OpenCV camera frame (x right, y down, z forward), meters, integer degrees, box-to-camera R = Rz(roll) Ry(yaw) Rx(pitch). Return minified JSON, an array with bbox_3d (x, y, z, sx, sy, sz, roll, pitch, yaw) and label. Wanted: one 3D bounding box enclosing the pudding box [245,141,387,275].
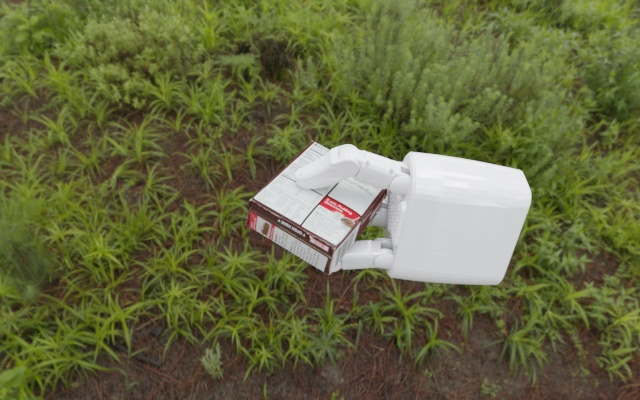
[{"bbox_3d":[0.000,0.001,0.441,0.090,0.039,0.113,29,44,15],"label":"pudding box"}]
